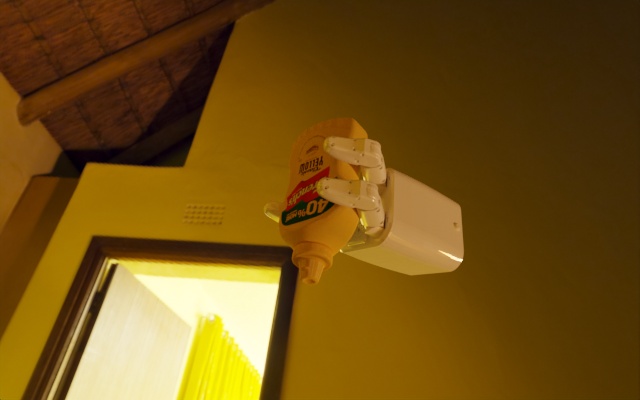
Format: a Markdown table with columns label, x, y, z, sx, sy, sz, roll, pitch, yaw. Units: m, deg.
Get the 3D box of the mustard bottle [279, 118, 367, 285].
| label | x | y | z | sx | sy | sz | roll | pitch | yaw |
| --- | --- | --- | --- | --- | --- | --- | --- | --- | --- |
| mustard bottle | 0.000 | 0.001 | 0.520 | 0.096 | 0.191 | 0.058 | -18 | -42 | 32 |
